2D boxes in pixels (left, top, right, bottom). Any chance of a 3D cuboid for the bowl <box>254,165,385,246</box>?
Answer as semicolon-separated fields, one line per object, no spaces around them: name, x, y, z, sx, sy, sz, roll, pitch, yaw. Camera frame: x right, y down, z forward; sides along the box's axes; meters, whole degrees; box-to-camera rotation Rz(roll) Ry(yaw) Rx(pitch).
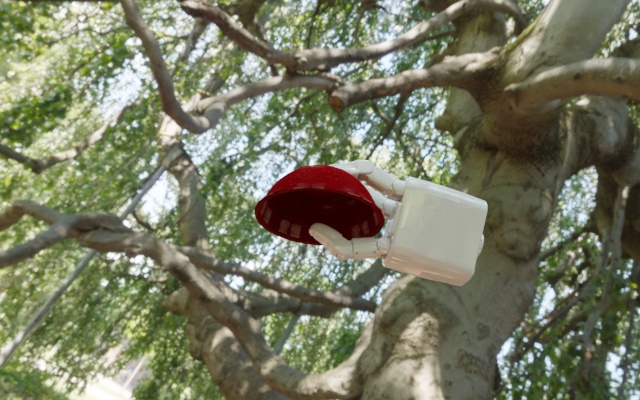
bowl;-0.001;0.001;0.603;0.162;0.055;0.162;3;-28;2
